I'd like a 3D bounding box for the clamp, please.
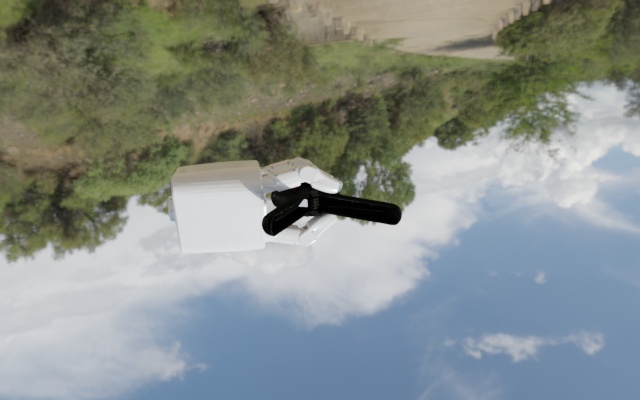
[{"bbox_3d":[0.000,0.003,0.620,0.164,0.036,0.210,-1,14,-11],"label":"clamp"}]
